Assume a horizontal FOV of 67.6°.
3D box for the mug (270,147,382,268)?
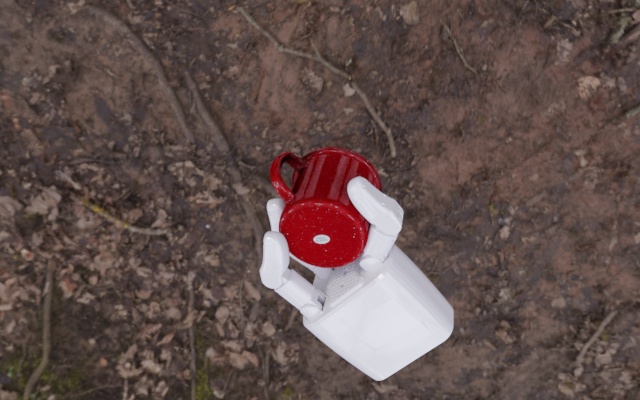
[{"bbox_3d":[-0.001,0.001,0.449,0.093,0.117,0.081,-35,22,32],"label":"mug"}]
